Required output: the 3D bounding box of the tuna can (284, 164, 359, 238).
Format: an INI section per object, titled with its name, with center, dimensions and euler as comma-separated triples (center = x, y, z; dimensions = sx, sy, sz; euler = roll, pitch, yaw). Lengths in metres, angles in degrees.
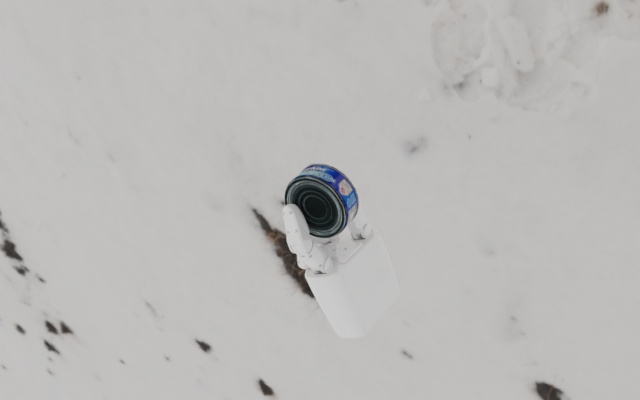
[tuna can]
center = 0.000, 0.002, 0.566
dimensions = 0.086, 0.086, 0.033
euler = 0, 29, 33
